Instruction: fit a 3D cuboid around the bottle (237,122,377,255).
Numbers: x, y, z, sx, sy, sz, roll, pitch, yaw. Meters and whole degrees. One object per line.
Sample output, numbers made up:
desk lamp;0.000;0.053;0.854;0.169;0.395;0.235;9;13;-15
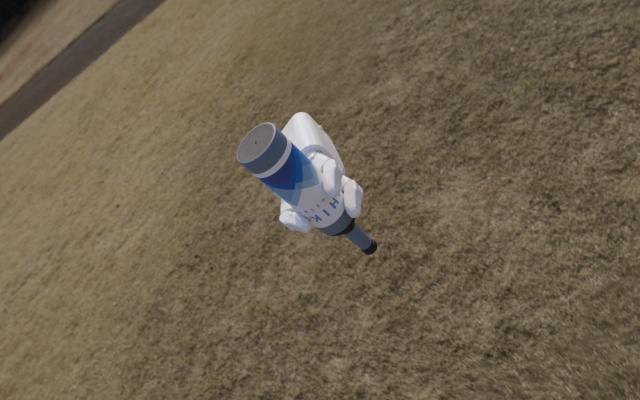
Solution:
bottle;0.000;0.002;0.710;0.069;0.069;0.296;0;-32;42
